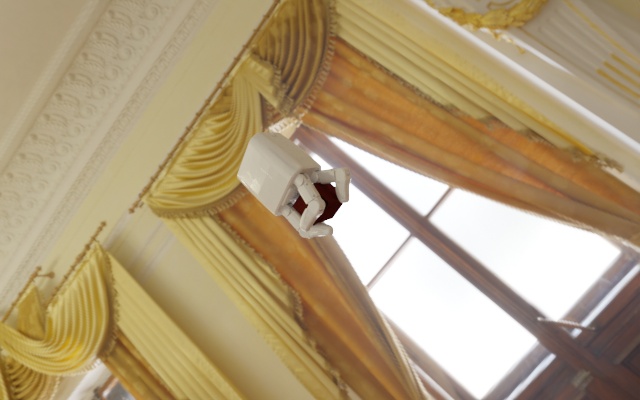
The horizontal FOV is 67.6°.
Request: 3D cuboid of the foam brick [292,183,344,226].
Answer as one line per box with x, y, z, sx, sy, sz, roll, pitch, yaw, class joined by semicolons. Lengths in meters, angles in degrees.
0.000;0.003;0.830;0.051;0.053;0.078;42;23;16;foam brick
